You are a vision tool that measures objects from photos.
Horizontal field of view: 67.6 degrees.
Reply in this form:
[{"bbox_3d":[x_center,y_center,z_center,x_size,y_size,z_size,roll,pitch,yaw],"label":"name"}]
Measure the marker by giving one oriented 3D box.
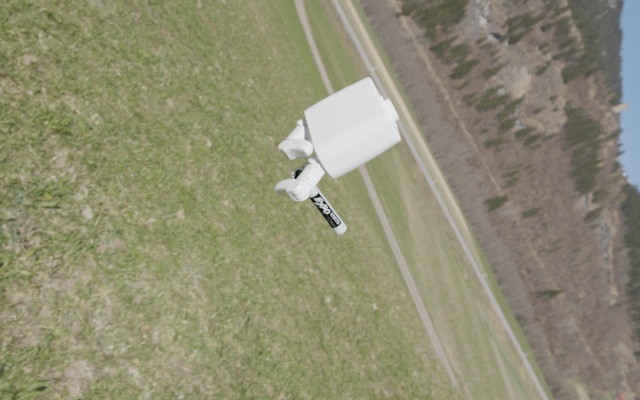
[{"bbox_3d":[0.000,0.002,0.673,0.020,0.020,0.121,0,-43,45],"label":"marker"}]
